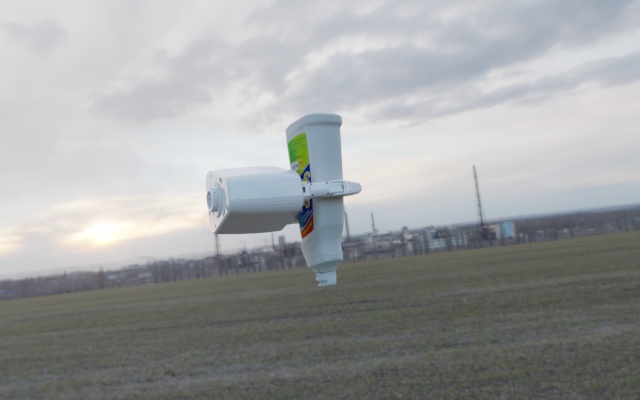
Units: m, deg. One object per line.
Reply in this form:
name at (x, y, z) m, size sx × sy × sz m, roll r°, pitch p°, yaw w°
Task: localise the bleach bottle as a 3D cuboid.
bleach bottle at (0.000, 0.002, 0.726) m, size 0.068 × 0.251 × 0.102 m, roll -4°, pitch -6°, yaw -29°
